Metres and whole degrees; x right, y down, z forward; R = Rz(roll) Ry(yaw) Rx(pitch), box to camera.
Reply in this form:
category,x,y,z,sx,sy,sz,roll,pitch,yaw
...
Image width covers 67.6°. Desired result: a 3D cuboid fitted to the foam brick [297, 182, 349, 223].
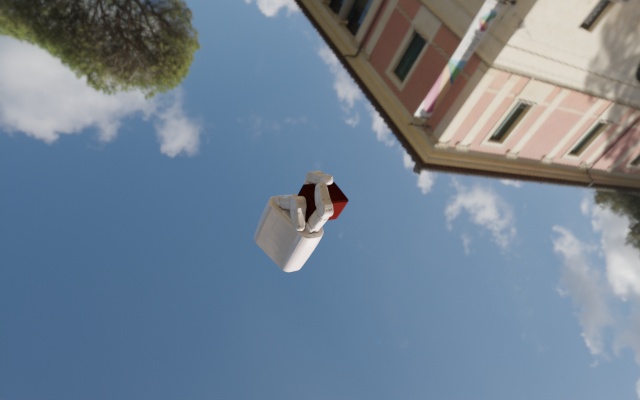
category,x,y,z,sx,sy,sz,roll,pitch,yaw
foam brick,0.000,0.003,0.877,0.078,0.051,0.053,-6,48,-39
